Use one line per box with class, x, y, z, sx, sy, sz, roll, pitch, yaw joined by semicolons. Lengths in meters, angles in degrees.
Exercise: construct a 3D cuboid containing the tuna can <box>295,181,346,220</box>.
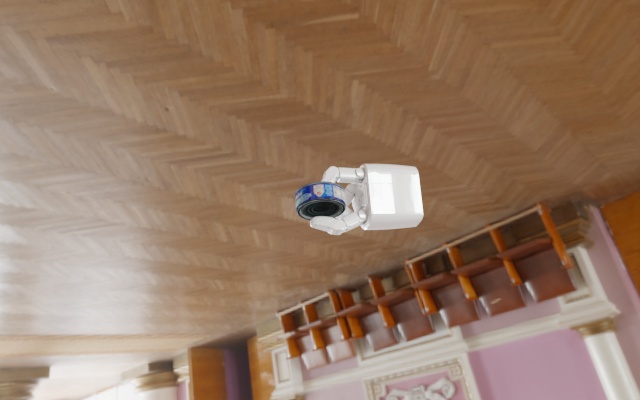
tuna can;0.000;0.003;0.808;0.086;0.033;0.086;-4;-27;-2
